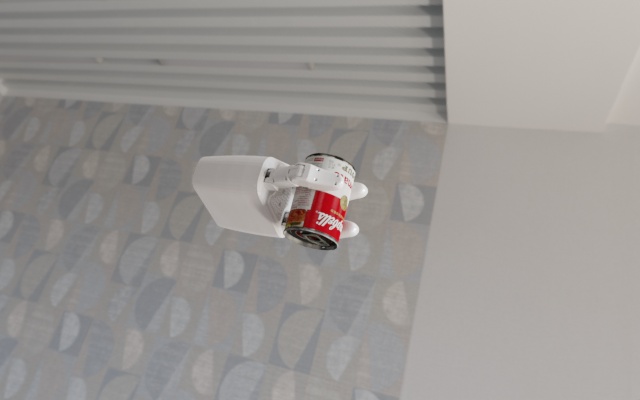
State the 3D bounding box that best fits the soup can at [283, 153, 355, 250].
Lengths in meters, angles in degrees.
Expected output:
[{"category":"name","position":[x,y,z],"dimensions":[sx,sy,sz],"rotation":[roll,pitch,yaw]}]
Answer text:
[{"category":"soup can","position":[0.001,0.002,0.585],"dimensions":[0.068,0.102,0.068],"rotation":[13,-21,5]}]
